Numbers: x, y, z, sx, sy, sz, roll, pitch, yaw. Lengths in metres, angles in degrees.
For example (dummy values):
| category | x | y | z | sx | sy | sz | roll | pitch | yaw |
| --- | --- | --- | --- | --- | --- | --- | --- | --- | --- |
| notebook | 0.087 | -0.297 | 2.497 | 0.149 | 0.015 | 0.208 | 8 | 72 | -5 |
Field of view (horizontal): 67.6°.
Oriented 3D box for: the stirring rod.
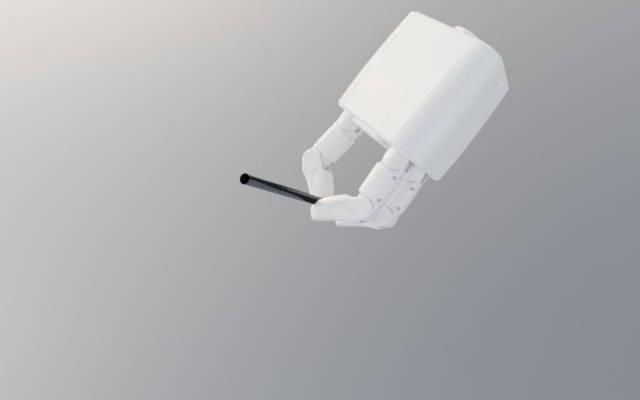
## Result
| category | x | y | z | sx | sy | sz | roll | pitch | yaw |
| --- | --- | --- | --- | --- | --- | --- | --- | --- | --- |
| stirring rod | 0.000 | 0.001 | 0.433 | 0.011 | 0.011 | 0.239 | 0 | -8 | 26 |
